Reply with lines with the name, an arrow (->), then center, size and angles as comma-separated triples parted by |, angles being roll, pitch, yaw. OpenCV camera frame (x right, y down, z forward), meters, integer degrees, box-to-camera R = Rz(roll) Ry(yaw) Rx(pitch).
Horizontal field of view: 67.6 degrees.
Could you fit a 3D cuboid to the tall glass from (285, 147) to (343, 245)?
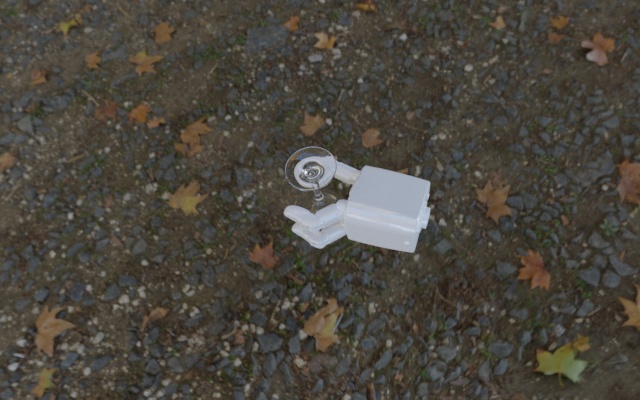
tall glass -> 0.000, 0.002, 0.760 | 0.079, 0.079, 0.201 | 0, -29, 9
